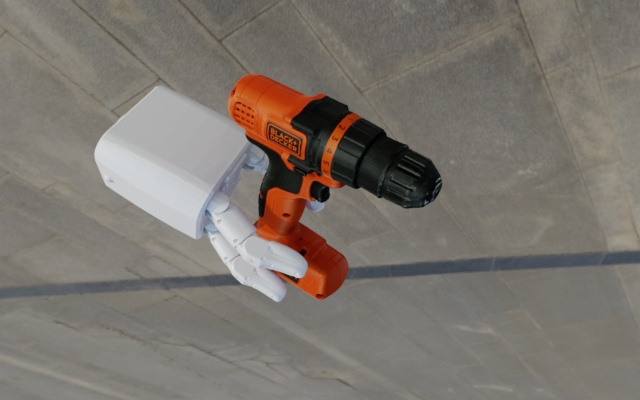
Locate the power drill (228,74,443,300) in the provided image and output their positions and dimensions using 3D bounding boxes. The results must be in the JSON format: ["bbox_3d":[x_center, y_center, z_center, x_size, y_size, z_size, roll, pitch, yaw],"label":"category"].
[{"bbox_3d":[0.000,0.002,0.414,0.184,0.188,0.057,31,46,22],"label":"power drill"}]
